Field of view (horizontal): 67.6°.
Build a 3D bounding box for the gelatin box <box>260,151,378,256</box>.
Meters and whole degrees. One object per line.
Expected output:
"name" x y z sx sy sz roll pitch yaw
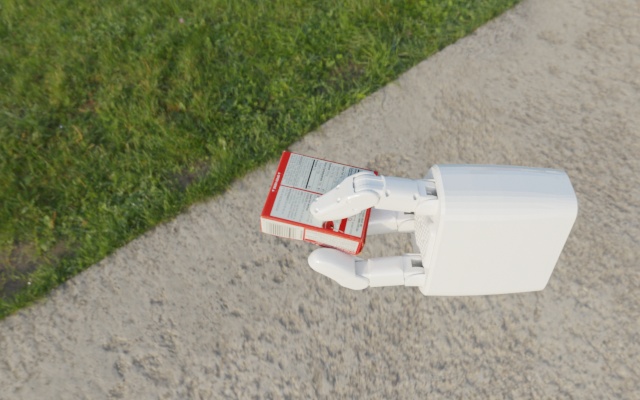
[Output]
"gelatin box" 0.000 0.001 0.414 0.089 0.073 0.030 13 -33 3
